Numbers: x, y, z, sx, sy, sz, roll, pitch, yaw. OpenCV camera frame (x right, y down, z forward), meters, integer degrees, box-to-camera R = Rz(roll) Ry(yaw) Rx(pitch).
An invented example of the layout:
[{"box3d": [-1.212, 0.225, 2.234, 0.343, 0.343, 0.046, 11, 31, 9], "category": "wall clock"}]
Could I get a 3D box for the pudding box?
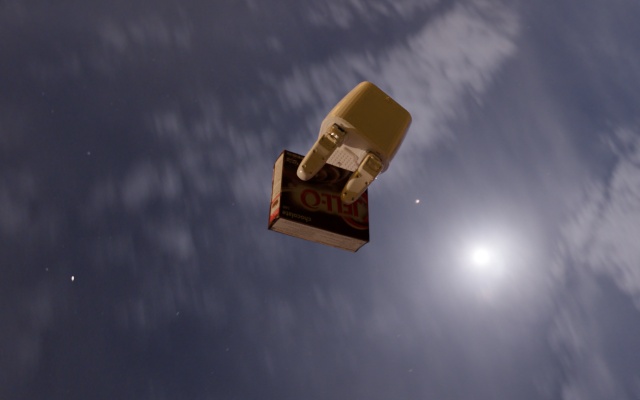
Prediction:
[{"box3d": [0.000, 0.002, 0.542, 0.113, 0.090, 0.039, 15, -36, -20], "category": "pudding box"}]
